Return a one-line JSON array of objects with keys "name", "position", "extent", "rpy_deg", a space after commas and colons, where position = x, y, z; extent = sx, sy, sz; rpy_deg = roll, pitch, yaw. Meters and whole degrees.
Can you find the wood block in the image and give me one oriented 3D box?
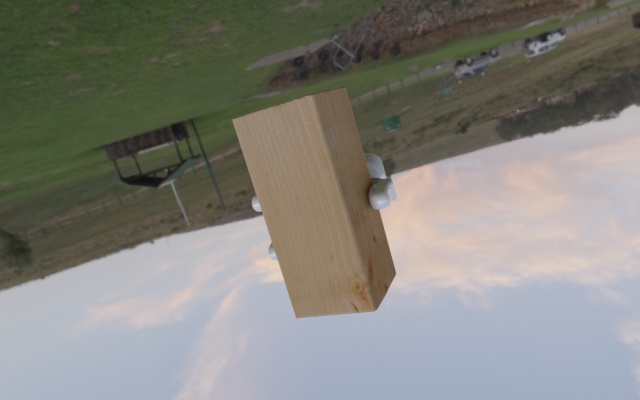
[{"name": "wood block", "position": [0.001, 0.002, 0.480], "extent": [0.091, 0.206, 0.090], "rpy_deg": [-12, 12, 25]}]
